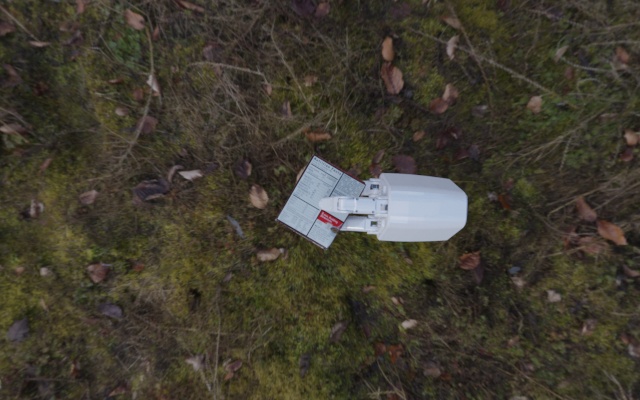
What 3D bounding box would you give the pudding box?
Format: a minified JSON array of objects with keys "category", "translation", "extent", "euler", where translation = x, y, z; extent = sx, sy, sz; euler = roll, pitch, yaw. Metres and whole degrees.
[{"category":"pudding box","translation":[0.000,0.002,0.691],"extent":[0.090,0.113,0.039],"euler":[31,-2,0]}]
